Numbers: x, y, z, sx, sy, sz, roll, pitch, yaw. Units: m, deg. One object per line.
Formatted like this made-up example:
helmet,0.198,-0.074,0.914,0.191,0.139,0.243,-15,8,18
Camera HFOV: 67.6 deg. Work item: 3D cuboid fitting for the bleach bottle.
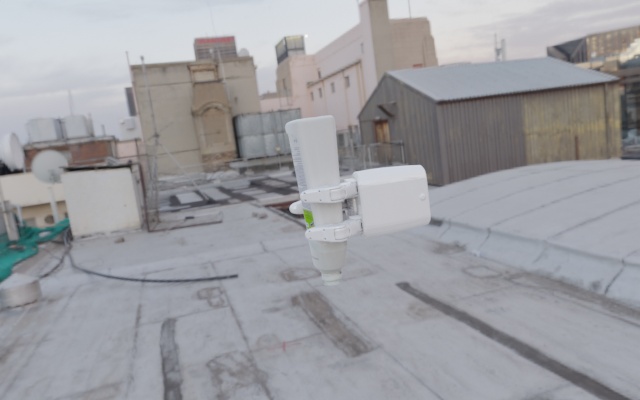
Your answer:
bleach bottle,0.000,0.002,0.724,0.068,0.251,0.102,-9,8,-11
